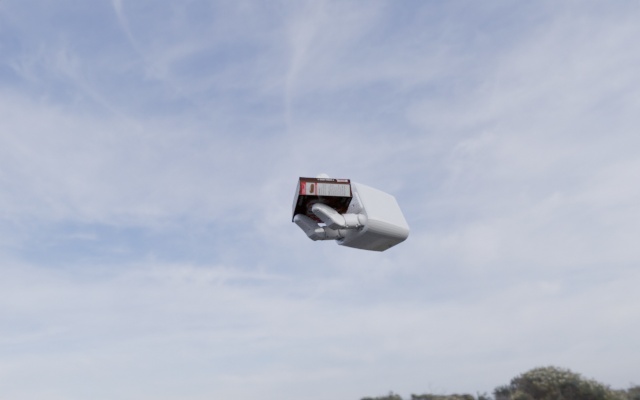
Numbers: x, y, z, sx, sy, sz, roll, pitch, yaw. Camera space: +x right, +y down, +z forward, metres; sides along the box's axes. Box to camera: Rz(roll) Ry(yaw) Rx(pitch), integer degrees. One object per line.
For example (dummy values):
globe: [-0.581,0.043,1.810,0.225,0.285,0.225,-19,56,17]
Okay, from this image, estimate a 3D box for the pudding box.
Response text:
pudding box: [0.000,0.003,0.815,0.090,0.039,0.114,1,-29,-9]
